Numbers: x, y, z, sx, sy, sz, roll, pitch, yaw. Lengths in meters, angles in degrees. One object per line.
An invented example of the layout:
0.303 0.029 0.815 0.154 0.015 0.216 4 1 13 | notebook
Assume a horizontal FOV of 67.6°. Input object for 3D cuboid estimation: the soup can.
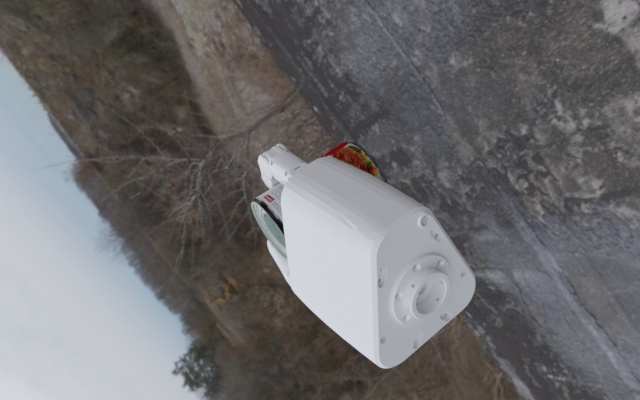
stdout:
0.000 0.001 0.416 0.102 0.068 0.068 -34 12 -18 | soup can
